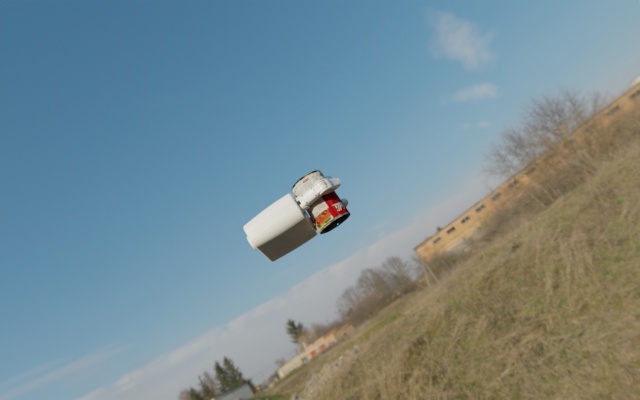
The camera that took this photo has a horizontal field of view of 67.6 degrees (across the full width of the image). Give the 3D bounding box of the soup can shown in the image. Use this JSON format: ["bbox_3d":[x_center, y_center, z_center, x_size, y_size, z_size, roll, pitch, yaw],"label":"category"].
[{"bbox_3d":[0.000,0.002,0.894,0.068,0.102,0.068,-32,-15,-9],"label":"soup can"}]
